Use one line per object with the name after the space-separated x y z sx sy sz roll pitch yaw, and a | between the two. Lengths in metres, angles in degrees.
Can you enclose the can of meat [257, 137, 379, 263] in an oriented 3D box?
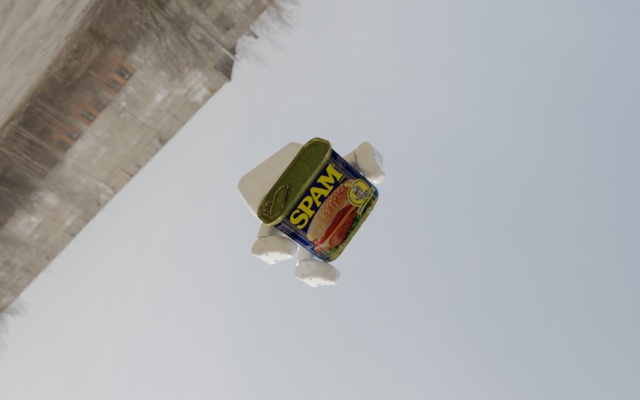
0.000 0.002 0.491 0.084 0.102 0.057 39 -4 -29 | can of meat
